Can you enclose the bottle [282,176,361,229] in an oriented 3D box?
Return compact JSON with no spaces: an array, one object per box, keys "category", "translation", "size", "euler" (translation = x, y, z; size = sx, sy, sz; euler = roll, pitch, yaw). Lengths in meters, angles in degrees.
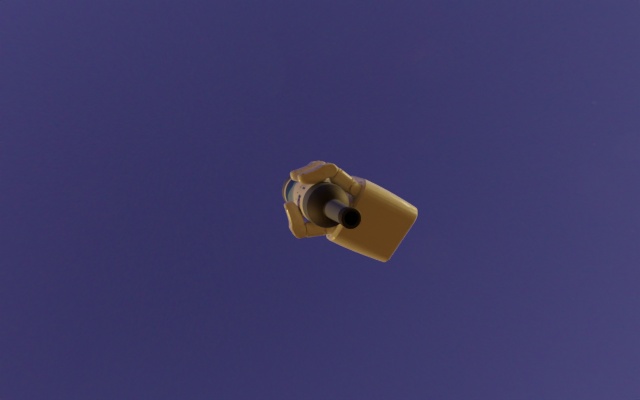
[{"category":"bottle","translation":[0.000,0.002,0.739],"size":[0.069,0.069,0.295],"euler":[0,8,-15]}]
